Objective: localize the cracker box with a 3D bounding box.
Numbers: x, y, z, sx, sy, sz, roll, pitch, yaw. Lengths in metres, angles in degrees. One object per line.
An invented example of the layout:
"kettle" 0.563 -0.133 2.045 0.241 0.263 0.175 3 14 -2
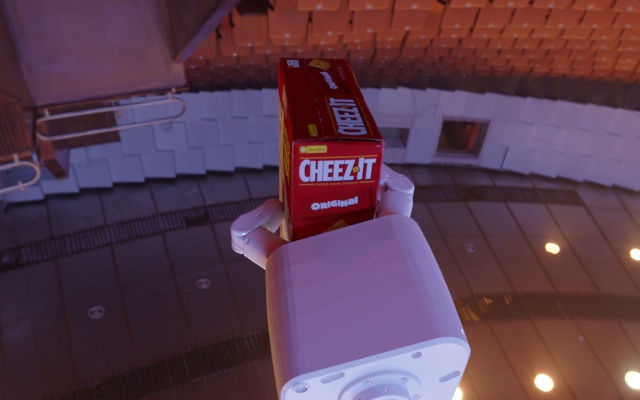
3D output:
"cracker box" 0.000 0.002 0.433 0.072 0.214 0.164 -2 36 -8
